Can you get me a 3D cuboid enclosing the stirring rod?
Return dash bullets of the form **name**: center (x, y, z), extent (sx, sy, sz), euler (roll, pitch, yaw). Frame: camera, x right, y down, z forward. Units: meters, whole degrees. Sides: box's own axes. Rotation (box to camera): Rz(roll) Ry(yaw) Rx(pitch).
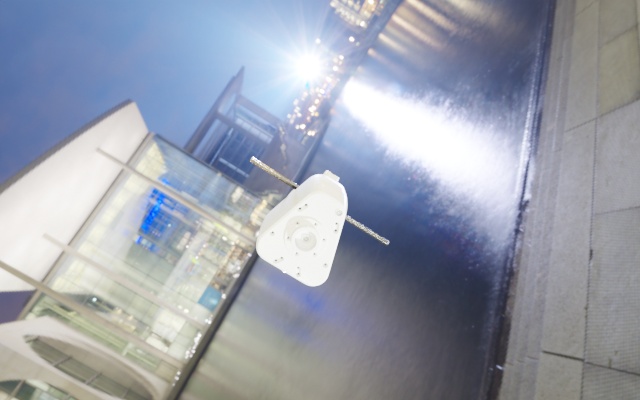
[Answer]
- **stirring rod**: center (0.000, 0.002, 0.711), extent (0.239, 0.011, 0.011), euler (32, -3, -5)
